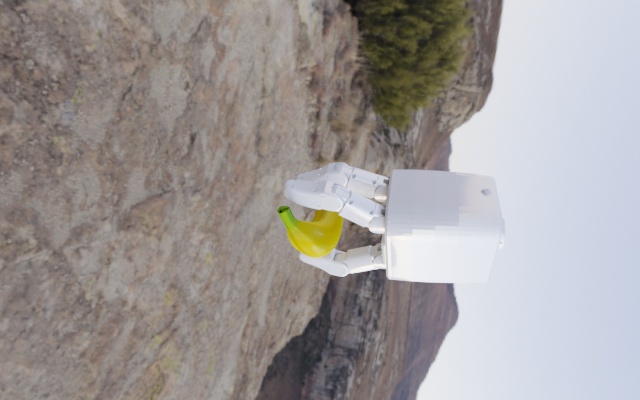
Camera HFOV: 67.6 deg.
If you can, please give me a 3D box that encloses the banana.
[{"bbox_3d":[0.002,0.021,0.534,0.037,0.069,0.197,-6,9,14],"label":"banana"}]
